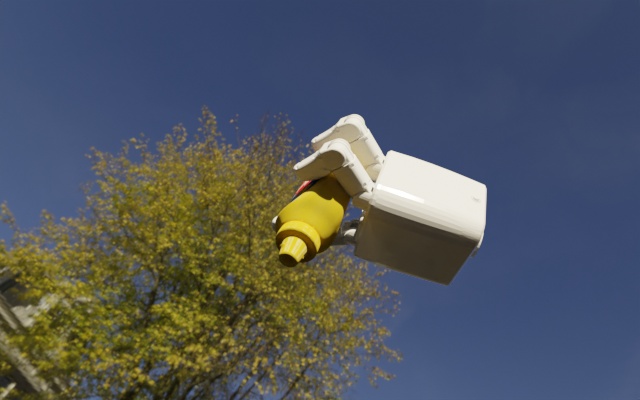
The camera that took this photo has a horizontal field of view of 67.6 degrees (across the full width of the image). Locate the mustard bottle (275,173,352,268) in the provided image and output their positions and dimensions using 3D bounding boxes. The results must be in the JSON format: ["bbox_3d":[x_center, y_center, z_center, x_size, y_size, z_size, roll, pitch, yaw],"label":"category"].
[{"bbox_3d":[0.000,0.001,0.495,0.096,0.058,0.191,-45,10,37],"label":"mustard bottle"}]
